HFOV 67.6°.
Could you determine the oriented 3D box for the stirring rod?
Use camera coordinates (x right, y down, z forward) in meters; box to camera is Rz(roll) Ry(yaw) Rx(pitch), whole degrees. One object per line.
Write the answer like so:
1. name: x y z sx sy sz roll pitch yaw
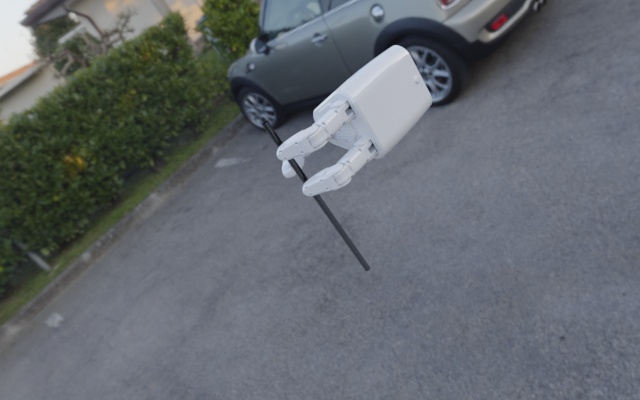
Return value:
1. stirring rod: 0.000 0.002 0.589 0.011 0.240 0.011 -28 25 15
